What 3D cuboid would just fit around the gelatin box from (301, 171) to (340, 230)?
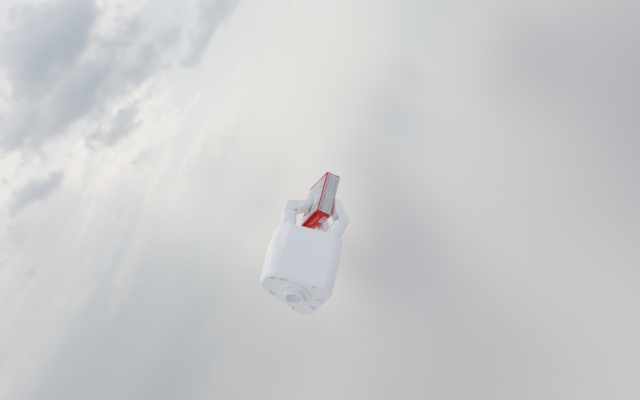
[{"bbox_3d":[0.000,0.002,0.865,0.030,0.089,0.073,24,-33,-16],"label":"gelatin box"}]
